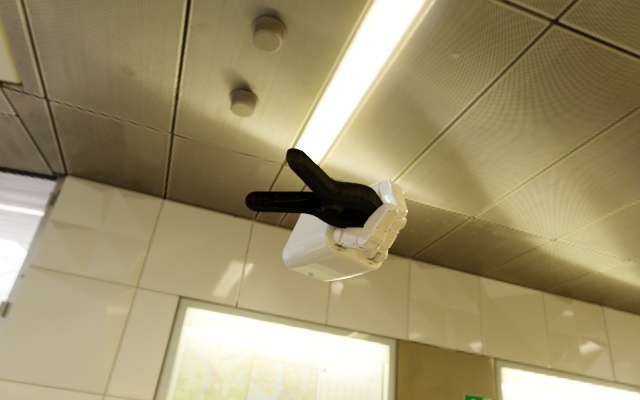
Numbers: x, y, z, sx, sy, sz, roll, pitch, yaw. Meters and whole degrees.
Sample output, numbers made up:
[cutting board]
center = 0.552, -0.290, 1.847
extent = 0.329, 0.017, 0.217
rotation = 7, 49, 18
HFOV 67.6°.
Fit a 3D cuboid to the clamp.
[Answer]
[clamp]
center = 0.000, 0.001, 0.560
extent = 0.171, 0.039, 0.120
rotation = 26, -33, -31
